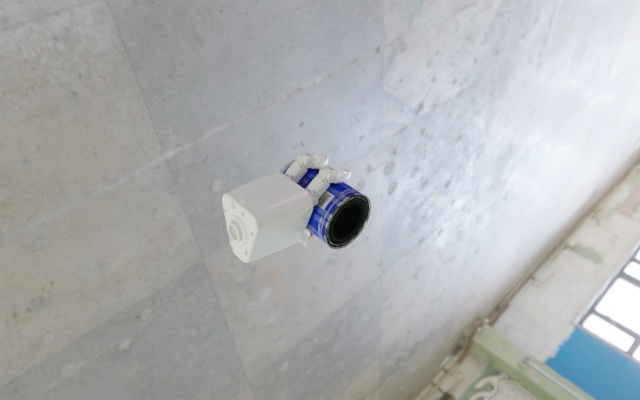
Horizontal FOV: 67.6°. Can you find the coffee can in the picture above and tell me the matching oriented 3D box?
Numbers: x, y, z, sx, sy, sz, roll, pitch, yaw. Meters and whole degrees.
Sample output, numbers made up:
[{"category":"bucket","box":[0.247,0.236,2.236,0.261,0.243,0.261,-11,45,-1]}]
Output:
[{"category":"coffee can","box":[0.000,0.003,0.808,0.103,0.103,0.140,0,27,-48]}]
